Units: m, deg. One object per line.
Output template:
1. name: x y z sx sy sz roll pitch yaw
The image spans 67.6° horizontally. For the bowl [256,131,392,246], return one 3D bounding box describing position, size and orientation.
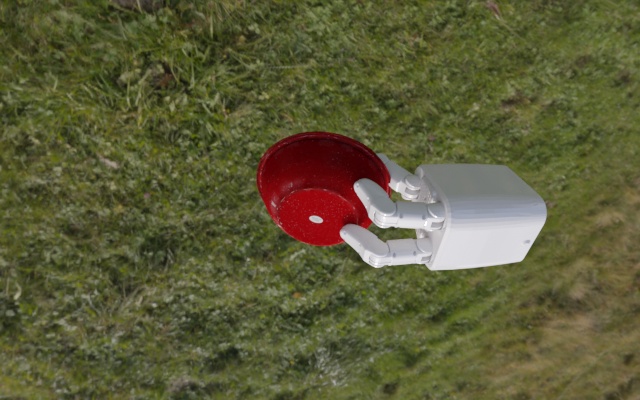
1. bowl: -0.001 0.002 0.547 0.162 0.162 0.055 0 44 10
